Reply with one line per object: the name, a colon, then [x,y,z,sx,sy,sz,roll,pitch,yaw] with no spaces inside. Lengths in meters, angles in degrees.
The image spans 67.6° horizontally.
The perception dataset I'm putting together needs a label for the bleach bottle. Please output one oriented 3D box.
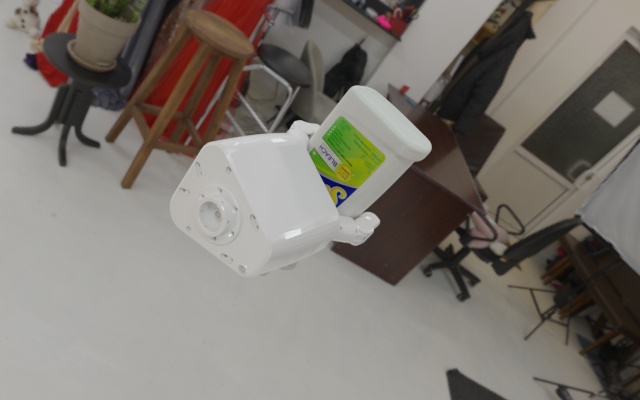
bleach bottle: [0.000,0.002,0.526,0.251,0.102,0.068,-51,-17,28]
